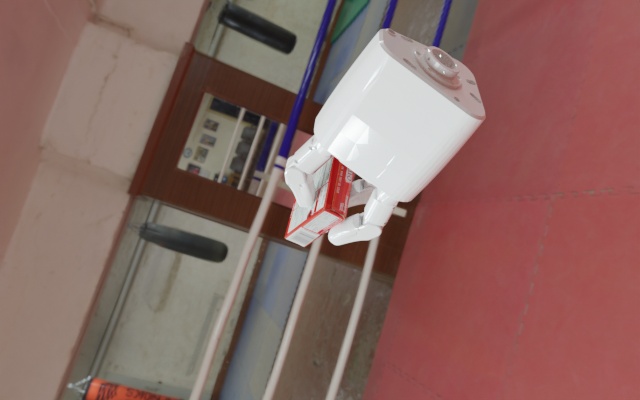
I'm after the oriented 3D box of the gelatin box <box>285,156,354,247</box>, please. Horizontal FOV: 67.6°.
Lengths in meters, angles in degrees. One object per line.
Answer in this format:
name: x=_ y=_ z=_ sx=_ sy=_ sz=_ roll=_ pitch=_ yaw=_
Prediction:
gelatin box: x=0.000 y=0.002 z=0.526 sx=0.030 sy=0.073 sz=0.089 roll=27 pitch=-37 yaw=-20
